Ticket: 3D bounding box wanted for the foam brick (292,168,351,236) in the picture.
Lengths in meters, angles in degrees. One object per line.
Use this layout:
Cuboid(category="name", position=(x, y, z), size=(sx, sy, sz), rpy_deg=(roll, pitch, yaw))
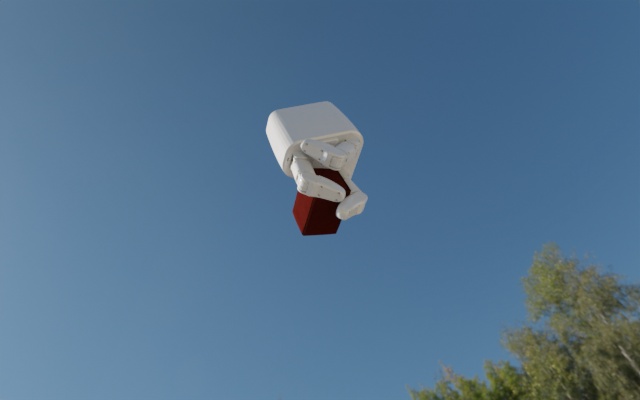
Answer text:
Cuboid(category="foam brick", position=(0.000, 0.002, 0.653), size=(0.053, 0.078, 0.051), rpy_deg=(1, 36, -26))
